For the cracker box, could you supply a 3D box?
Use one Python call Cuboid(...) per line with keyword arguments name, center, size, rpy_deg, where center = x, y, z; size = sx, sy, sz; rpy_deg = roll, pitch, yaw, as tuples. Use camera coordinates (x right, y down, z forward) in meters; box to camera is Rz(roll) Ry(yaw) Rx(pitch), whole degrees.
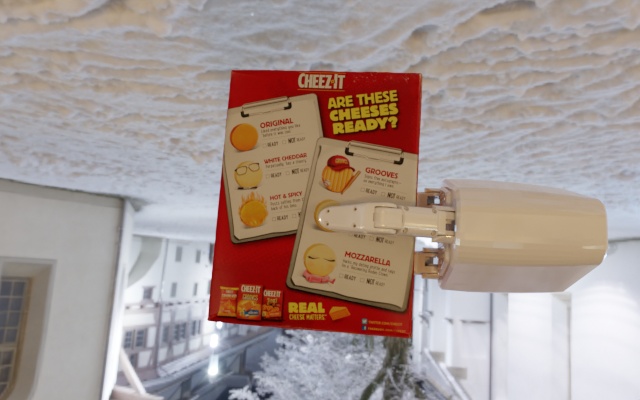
Cuboid(name="cracker box", center=(0.000, 0.002, 0.415), size=(0.164, 0.213, 0.072), rpy_deg=(3, -9, 6))
